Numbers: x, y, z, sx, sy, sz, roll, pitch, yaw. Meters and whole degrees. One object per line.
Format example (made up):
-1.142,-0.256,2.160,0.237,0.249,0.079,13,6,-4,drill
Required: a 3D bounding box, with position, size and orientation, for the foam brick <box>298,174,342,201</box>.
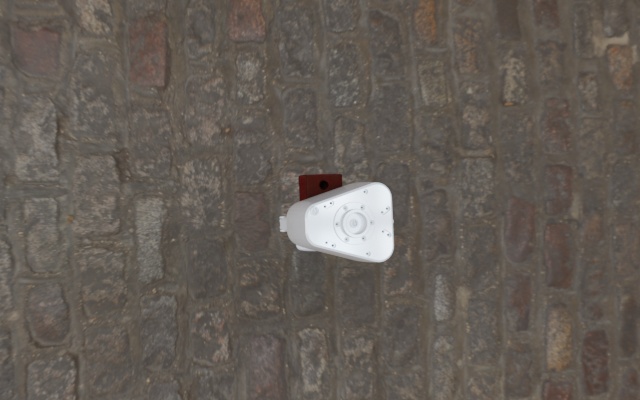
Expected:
0.000,0.002,0.664,0.053,0.078,0.051,-2,-2,-13,foam brick
